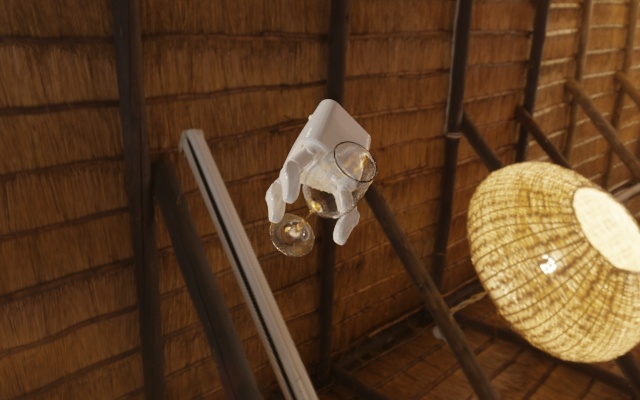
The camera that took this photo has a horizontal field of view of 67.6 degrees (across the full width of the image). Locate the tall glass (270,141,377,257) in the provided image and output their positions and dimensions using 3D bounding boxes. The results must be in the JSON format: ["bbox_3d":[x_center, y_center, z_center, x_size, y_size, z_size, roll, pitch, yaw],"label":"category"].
[{"bbox_3d":[0.000,0.003,0.659,0.079,0.079,0.201,0,-30,-30],"label":"tall glass"}]
